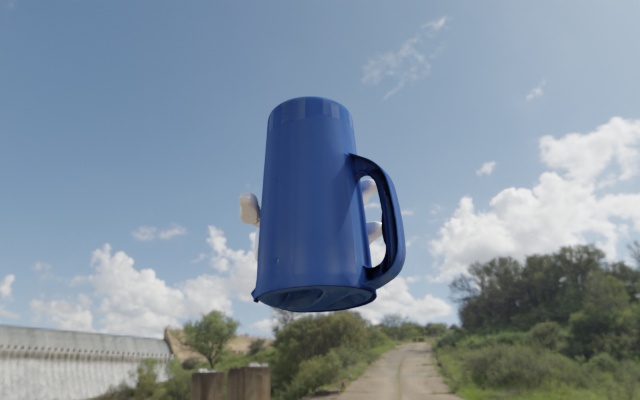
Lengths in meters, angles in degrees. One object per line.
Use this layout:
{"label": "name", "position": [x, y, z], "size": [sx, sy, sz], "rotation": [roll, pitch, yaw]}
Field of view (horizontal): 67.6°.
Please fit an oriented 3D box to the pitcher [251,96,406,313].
{"label": "pitcher", "position": [0.000, 0.002, 0.556], "size": [0.149, 0.242, 0.145], "rotation": [3, -24, -12]}
